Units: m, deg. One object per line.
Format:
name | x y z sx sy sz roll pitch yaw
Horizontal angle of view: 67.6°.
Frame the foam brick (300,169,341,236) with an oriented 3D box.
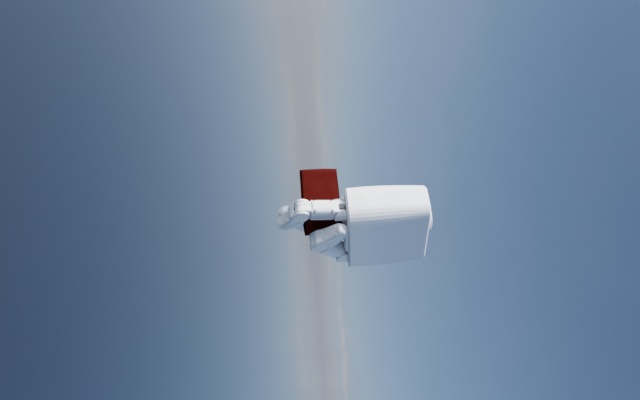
foam brick | 0.000 0.002 0.654 0.051 0.078 0.053 -5 -30 0
